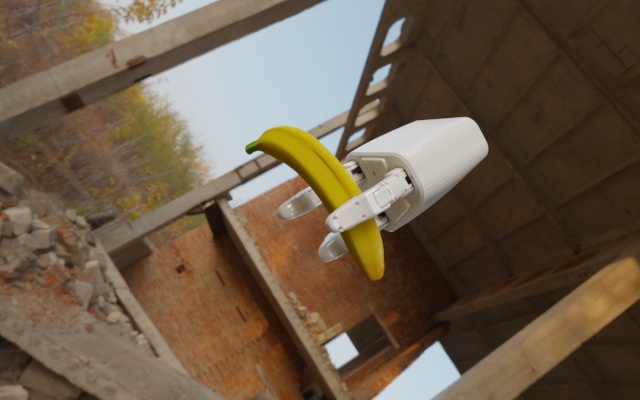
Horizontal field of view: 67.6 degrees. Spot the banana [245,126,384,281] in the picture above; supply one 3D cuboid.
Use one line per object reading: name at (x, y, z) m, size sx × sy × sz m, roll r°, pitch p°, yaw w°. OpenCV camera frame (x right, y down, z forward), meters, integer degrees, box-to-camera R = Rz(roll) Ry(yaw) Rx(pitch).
banana at (0.003, -0.012, 0.464) m, size 0.037 × 0.197 × 0.070 m, roll -31°, pitch -21°, yaw -34°
